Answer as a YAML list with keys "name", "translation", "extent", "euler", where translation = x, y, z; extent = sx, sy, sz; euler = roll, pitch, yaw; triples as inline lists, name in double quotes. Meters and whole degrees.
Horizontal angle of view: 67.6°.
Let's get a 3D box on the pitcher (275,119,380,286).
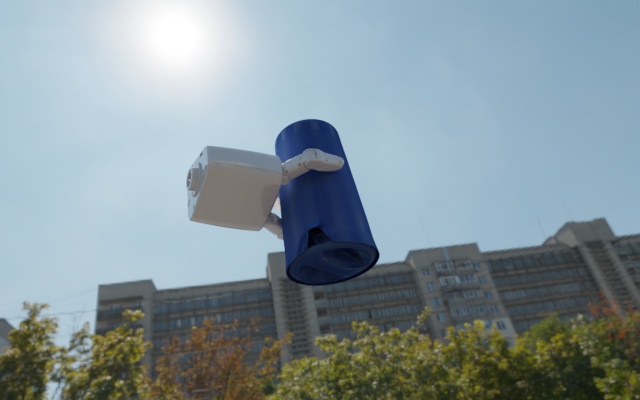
- name: "pitcher"
  translation: [0.000, 0.002, 0.735]
  extent: [0.145, 0.242, 0.149]
  euler: [8, -37, -27]
